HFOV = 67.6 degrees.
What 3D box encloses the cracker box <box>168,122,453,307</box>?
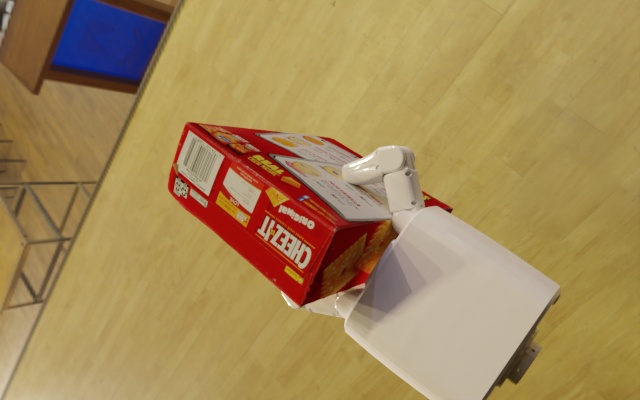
[{"bbox_3d":[0.000,0.001,0.430,0.164,0.072,0.213,34,21,28],"label":"cracker box"}]
